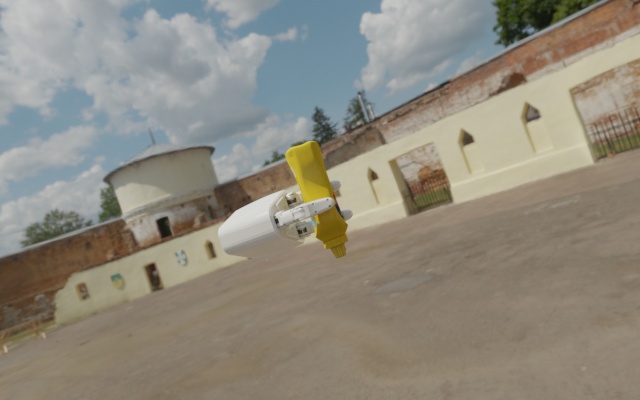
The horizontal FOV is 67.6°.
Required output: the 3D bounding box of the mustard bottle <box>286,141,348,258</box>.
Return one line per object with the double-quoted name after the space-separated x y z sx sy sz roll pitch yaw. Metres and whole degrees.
0.000 0.002 0.784 0.058 0.191 0.096 -20 -1 -4 "mustard bottle"
